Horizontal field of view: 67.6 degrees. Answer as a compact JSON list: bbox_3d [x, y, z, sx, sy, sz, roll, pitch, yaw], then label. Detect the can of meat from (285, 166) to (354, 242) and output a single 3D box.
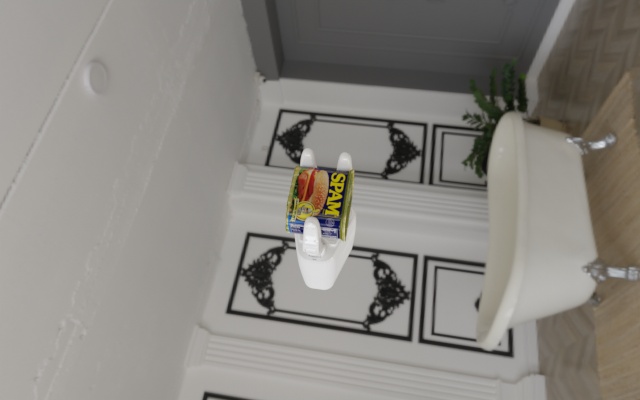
[{"bbox_3d":[0.000,0.002,0.672,0.084,0.102,0.057,6,-30,8],"label":"can of meat"}]
